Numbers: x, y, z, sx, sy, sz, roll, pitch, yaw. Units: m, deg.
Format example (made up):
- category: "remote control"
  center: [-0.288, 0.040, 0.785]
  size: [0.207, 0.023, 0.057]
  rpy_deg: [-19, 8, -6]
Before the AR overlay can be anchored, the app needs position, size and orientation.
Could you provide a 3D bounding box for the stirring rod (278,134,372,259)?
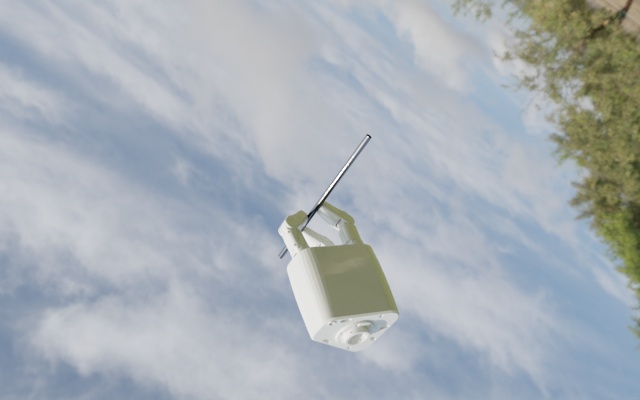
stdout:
- category: "stirring rod"
  center: [0.000, 0.002, 0.663]
  size: [0.011, 0.011, 0.240]
  rpy_deg: [0, -44, -45]
